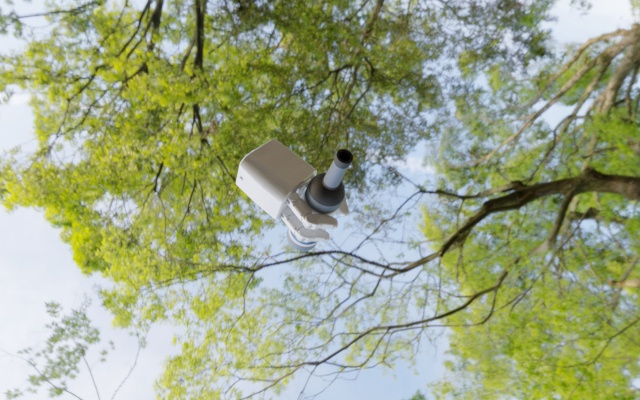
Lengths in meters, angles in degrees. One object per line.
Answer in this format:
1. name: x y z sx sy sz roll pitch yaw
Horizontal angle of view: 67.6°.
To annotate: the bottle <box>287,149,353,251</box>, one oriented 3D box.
1. bottle: 0.000 0.003 0.856 0.069 0.069 0.296 0 -29 -17
